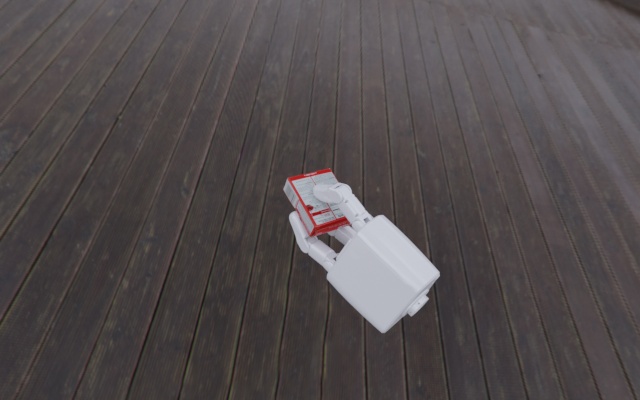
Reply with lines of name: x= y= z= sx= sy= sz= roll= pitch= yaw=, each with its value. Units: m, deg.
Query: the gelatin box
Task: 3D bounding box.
gelatin box: x=0.000 y=0.002 z=0.670 sx=0.073 sy=0.089 sz=0.030 roll=-16 pitch=-28 yaw=-31
